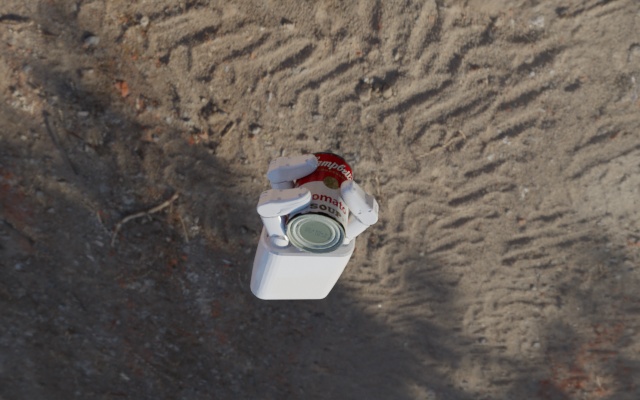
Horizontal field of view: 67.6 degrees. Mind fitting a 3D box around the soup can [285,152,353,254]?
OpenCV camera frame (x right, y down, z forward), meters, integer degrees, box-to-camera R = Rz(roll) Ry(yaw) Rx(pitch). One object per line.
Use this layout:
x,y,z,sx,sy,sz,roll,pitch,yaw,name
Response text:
0.000,0.002,0.547,0.068,0.069,0.102,0,44,10,soup can
